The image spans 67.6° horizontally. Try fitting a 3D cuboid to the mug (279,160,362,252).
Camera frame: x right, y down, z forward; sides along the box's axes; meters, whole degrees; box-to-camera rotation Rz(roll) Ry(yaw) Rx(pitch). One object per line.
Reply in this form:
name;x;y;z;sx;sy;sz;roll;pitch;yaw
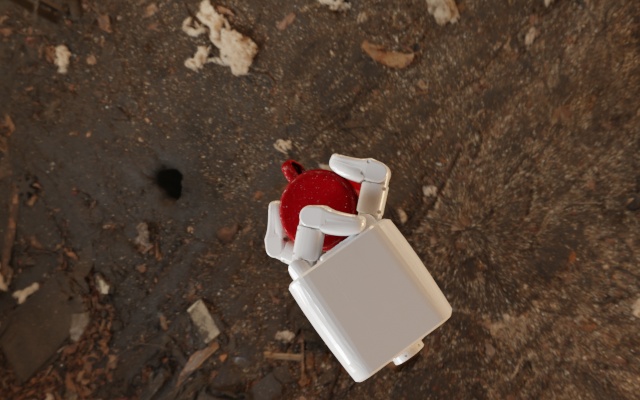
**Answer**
mug;-0.001;0.000;0.506;0.093;0.117;0.081;-40;-13;11
